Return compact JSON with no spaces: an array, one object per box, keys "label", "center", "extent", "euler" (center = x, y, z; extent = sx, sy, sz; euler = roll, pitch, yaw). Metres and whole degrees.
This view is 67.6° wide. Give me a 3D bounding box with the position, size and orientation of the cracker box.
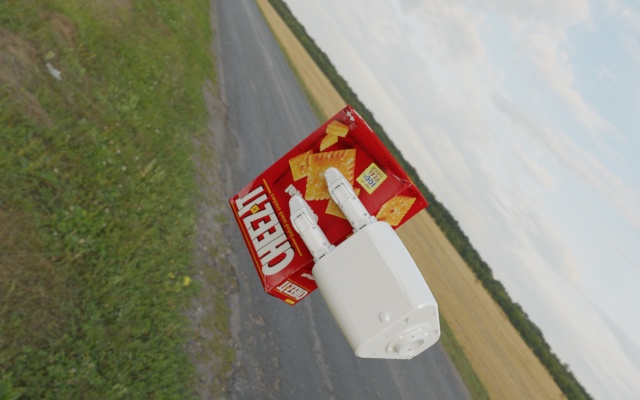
[{"label":"cracker box","center":[0.000,0.002,0.609],"extent":[0.214,0.164,0.072],"euler":[-37,-39,9]}]
